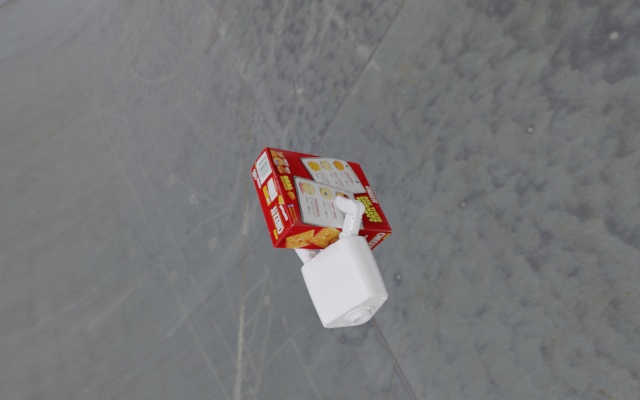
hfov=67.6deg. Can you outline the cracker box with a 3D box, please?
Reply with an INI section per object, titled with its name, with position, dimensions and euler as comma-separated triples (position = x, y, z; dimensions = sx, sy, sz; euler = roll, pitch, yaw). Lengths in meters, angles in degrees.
[cracker box]
position = 0.000, 0.003, 0.828
dimensions = 0.214, 0.164, 0.072
euler = 6, -42, -38
